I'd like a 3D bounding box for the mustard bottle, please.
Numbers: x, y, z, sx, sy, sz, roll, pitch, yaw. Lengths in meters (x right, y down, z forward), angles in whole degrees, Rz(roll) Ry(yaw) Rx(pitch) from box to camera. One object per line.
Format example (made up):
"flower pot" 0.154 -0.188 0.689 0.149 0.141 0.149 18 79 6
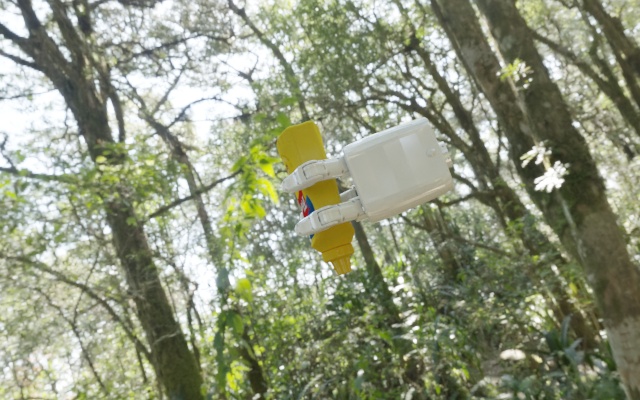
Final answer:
"mustard bottle" 0.000 0.002 0.611 0.058 0.191 0.096 -18 -10 -13
